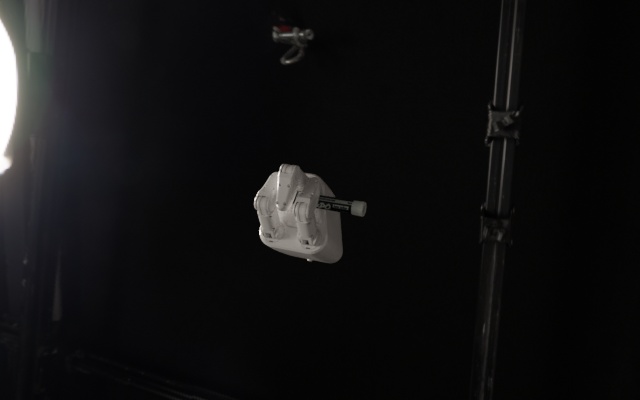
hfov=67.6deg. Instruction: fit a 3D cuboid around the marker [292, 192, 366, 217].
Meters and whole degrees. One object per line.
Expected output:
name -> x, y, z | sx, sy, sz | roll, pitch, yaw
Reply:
marker -> 0.000, 0.002, 0.628 | 0.121, 0.020, 0.020 | 9, 3, 19
